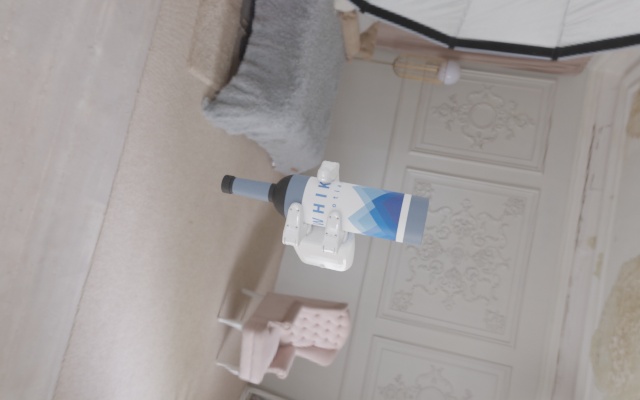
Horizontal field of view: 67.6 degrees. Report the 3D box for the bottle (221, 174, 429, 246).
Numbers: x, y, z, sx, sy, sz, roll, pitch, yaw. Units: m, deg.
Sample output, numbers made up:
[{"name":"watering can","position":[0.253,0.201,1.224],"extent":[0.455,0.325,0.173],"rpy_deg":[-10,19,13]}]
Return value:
[{"name":"bottle","position":[0.000,0.002,0.677],"extent":[0.295,0.069,0.069],"rpy_deg":[11,2,11]}]
